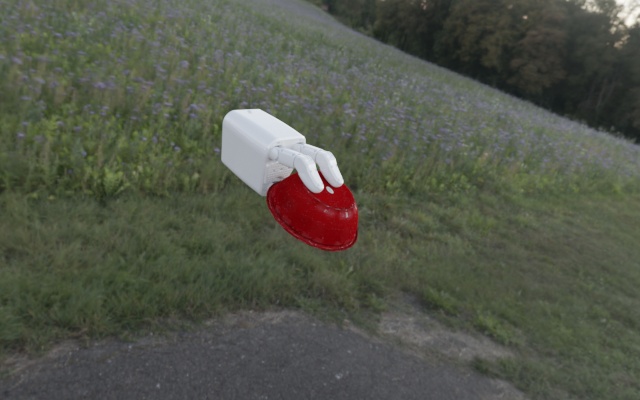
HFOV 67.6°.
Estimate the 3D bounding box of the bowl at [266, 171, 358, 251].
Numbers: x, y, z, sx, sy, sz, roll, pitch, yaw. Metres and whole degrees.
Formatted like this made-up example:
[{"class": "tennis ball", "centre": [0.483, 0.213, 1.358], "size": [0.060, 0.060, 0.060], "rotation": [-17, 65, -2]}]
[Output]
[{"class": "bowl", "centre": [0.001, 0.003, 0.742], "size": [0.162, 0.055, 0.162], "rotation": [23, 32, -15]}]
